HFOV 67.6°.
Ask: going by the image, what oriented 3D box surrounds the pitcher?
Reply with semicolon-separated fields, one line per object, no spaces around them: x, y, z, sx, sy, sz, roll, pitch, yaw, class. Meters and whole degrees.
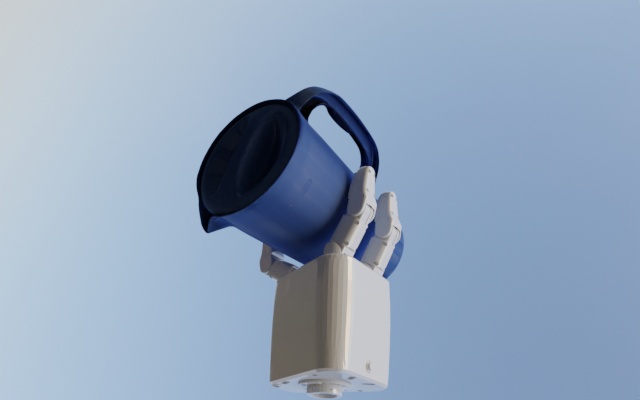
0.000;0.002;0.532;0.149;0.145;0.243;-18;-39;31;pitcher
